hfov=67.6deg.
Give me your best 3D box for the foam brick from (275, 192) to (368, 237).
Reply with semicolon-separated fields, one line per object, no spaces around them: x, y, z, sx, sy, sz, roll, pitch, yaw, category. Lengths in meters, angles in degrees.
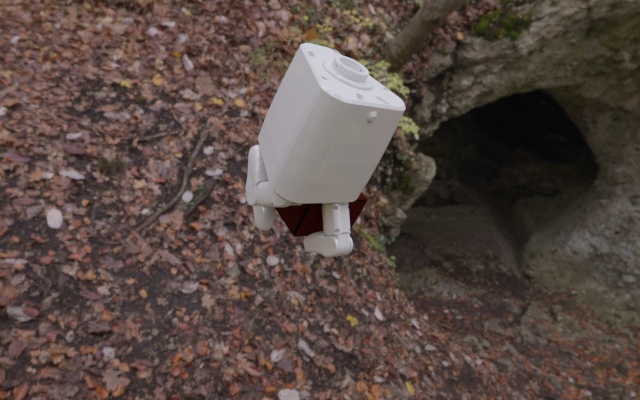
0.000;0.002;0.511;0.078;0.051;0.053;-1;41;-39;foam brick
